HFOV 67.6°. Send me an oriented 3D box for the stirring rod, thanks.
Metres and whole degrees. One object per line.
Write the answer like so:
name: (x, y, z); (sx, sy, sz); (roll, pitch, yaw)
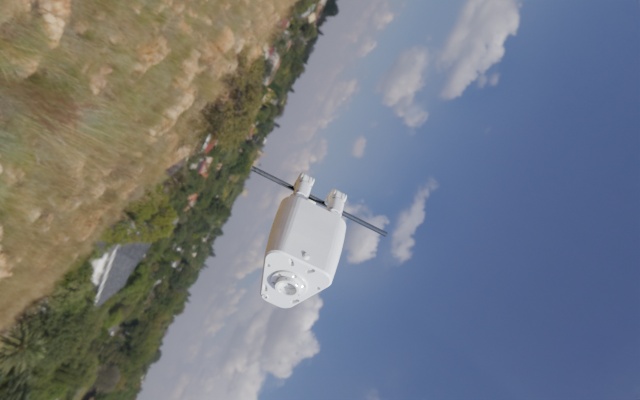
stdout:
stirring rod: (0.000, 0.002, 0.753); (0.239, 0.011, 0.011); (26, -5, -9)
